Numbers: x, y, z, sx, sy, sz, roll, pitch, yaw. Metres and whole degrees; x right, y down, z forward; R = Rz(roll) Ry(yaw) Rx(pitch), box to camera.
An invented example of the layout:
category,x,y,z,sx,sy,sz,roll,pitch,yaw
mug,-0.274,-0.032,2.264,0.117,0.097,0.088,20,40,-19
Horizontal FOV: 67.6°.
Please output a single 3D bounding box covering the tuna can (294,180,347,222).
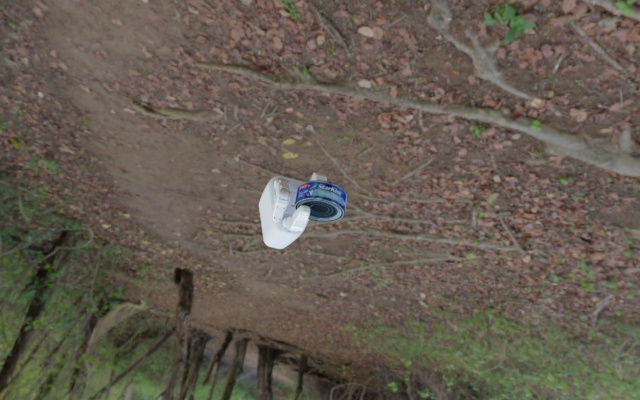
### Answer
category,x,y,z,sx,sy,sz,roll,pitch,yaw
tuna can,0.000,0.003,0.793,0.086,0.033,0.086,7,-28,4
